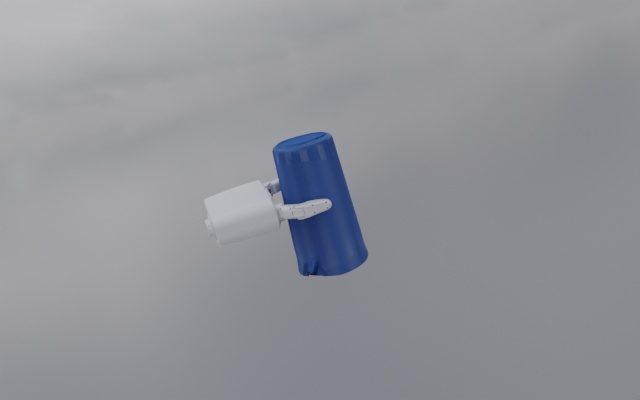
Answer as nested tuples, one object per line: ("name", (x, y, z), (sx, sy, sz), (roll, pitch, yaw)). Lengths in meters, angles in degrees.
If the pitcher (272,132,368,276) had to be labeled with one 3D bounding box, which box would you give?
("pitcher", (0.000, 0.003, 0.863), (0.145, 0.243, 0.149), (-18, 16, -12))
